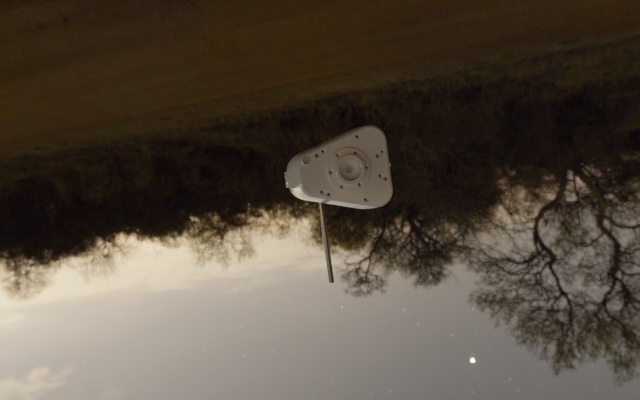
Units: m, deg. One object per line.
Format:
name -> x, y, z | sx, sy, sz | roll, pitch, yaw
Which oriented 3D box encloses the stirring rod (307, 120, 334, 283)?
stirring rod -> 0.000, 0.002, 0.701 | 0.011, 0.239, 0.011 | -8, 3, 0
